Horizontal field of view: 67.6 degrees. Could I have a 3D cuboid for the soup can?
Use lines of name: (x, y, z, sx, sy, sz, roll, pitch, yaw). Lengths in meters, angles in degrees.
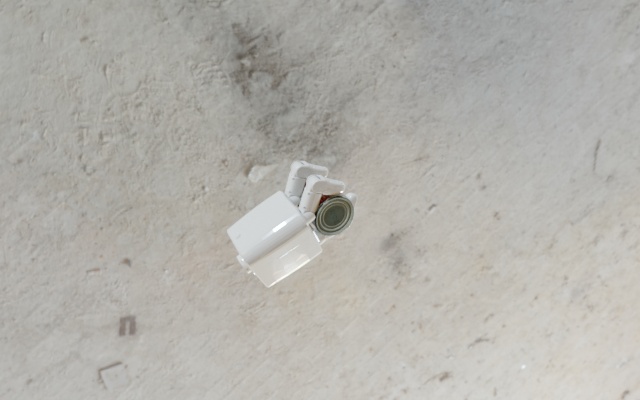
soup can: (0.001, 0.002, 0.752, 0.068, 0.068, 0.102, 0, 26, -29)
